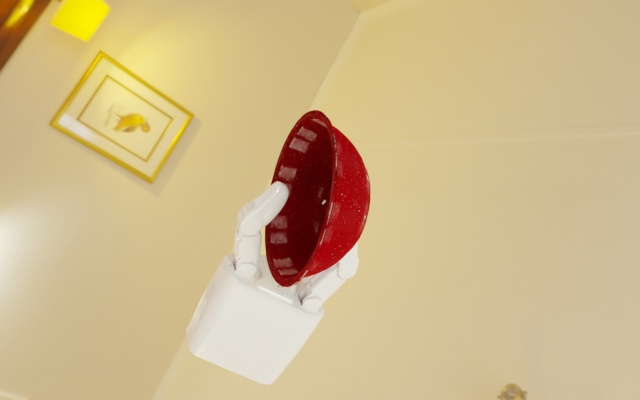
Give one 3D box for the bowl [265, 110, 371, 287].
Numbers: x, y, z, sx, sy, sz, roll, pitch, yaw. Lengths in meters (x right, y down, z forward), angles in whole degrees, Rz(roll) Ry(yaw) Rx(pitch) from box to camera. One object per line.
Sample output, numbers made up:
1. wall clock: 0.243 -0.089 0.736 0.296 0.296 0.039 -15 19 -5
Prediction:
1. bowl: 0.001 0.001 0.442 0.055 0.162 0.162 10 -4 -23
